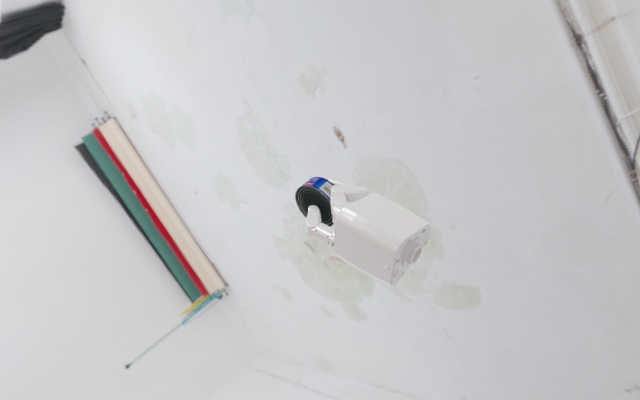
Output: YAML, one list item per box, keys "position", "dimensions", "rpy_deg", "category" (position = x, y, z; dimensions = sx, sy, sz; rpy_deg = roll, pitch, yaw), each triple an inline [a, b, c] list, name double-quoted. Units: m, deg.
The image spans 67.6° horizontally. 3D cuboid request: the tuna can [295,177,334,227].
- position: [0.000, 0.002, 0.813]
  dimensions: [0.086, 0.086, 0.033]
  rpy_deg: [0, 33, 46]
  category: "tuna can"
